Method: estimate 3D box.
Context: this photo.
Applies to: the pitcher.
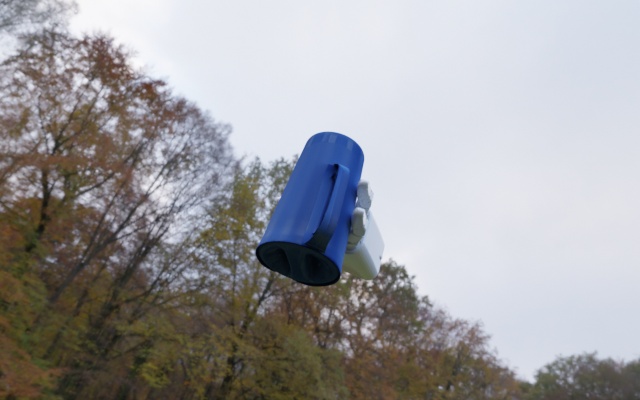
[{"bbox_3d":[0.000,0.003,0.769,0.149,0.242,0.145,-1,-37,27],"label":"pitcher"}]
